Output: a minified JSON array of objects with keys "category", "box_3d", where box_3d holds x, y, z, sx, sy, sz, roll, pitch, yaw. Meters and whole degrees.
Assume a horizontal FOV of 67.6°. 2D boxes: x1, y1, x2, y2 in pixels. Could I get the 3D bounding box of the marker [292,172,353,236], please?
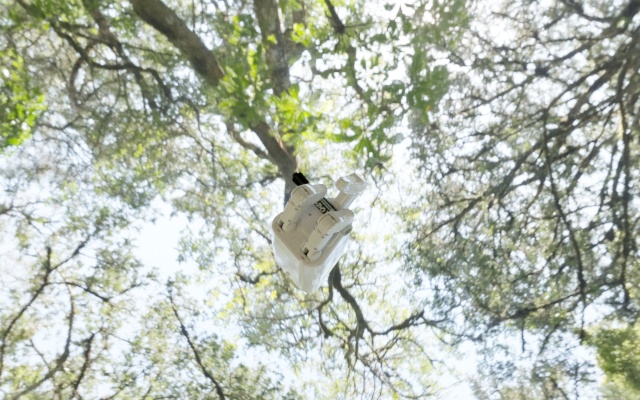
[{"category":"marker","box_3d":[0.000,0.002,0.675,0.121,0.020,0.020,47,22,23]}]
